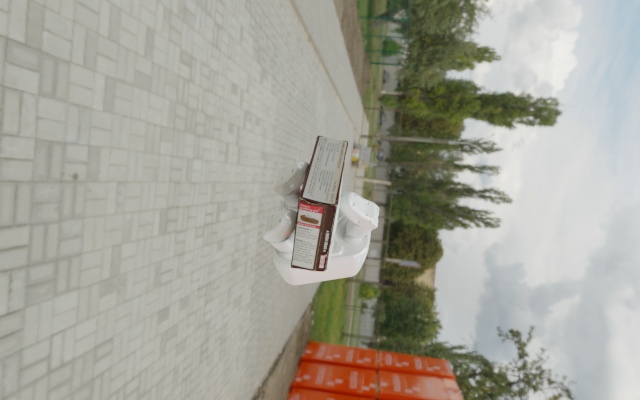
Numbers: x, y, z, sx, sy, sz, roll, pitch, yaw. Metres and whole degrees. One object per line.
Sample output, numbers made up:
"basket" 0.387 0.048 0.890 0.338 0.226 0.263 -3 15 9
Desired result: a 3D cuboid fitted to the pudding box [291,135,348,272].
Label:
"pudding box" 0.000 0.002 0.482 0.039 0.090 0.113 9 38 1
